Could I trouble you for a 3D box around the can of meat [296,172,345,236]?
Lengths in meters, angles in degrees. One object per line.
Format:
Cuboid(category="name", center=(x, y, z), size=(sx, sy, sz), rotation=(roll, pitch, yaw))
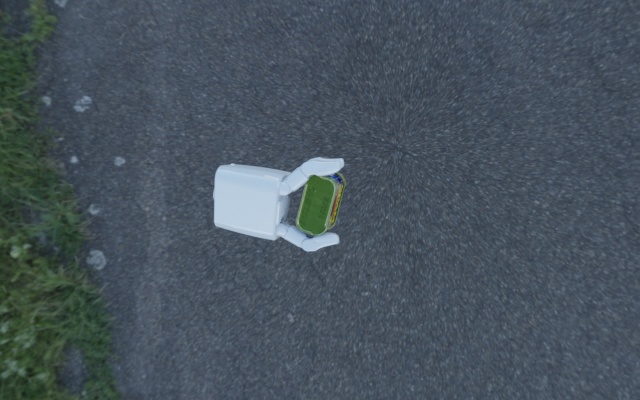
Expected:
Cuboid(category="can of meat", center=(0.000, 0.003, 0.782), size=(0.057, 0.102, 0.084), rotation=(16, 9, 8))
